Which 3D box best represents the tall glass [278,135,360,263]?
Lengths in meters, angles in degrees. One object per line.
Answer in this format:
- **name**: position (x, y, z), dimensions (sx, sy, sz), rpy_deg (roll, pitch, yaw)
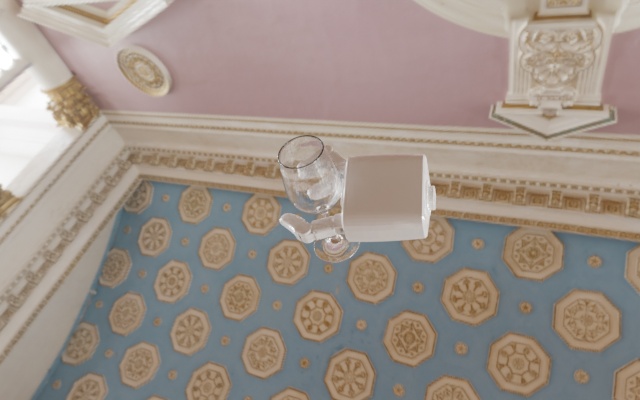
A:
- **tall glass**: position (0.000, 0.003, 0.677), dimensions (0.079, 0.079, 0.201), rpy_deg (0, -40, 20)
